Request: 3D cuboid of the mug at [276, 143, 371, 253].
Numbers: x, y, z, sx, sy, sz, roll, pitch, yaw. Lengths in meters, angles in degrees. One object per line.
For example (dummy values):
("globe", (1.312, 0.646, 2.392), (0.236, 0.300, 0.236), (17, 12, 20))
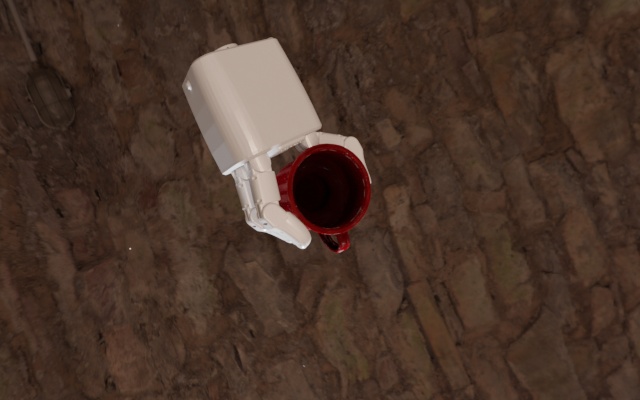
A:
("mug", (0.001, 0.003, 0.522), (0.093, 0.117, 0.081), (-26, 6, -22))
